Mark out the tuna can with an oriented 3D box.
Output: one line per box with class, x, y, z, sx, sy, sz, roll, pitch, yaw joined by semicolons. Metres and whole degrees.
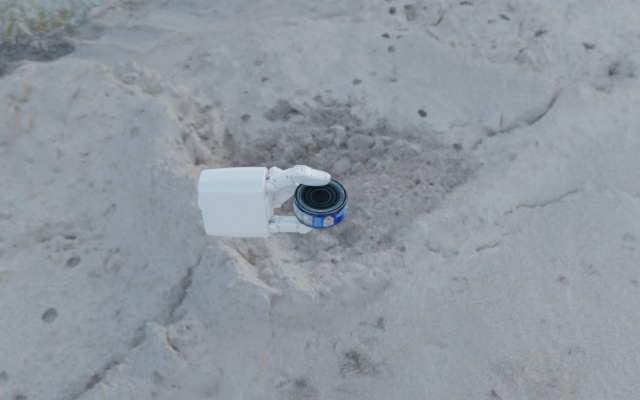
tuna can;0.000;0.002;0.747;0.086;0.086;0.034;0;-44;-1
